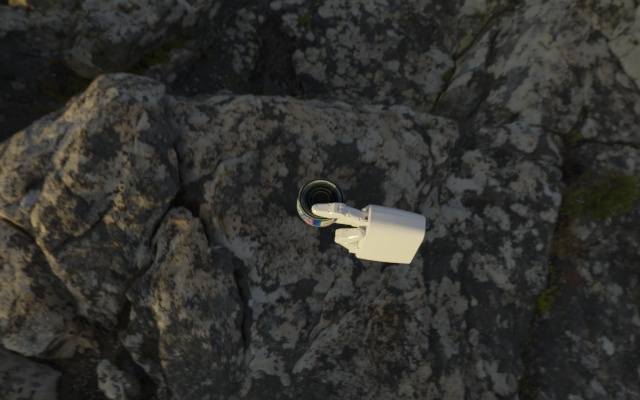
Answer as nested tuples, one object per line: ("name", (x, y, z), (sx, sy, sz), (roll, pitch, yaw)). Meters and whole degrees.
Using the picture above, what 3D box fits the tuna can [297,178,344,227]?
("tuna can", (0.000, 0.003, 0.876), (0.086, 0.086, 0.034), (0, -21, -5))
